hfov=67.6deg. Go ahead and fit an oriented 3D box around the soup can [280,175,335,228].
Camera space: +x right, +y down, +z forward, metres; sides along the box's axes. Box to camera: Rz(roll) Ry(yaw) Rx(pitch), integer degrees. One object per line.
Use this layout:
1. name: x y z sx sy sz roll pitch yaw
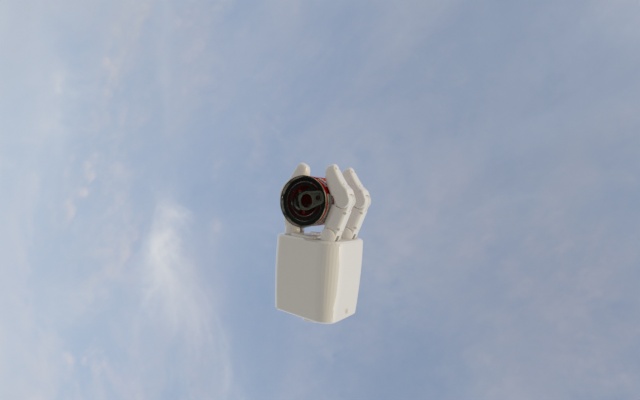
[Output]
1. soup can: 0.000 0.002 0.657 0.068 0.068 0.102 0 -1 27
